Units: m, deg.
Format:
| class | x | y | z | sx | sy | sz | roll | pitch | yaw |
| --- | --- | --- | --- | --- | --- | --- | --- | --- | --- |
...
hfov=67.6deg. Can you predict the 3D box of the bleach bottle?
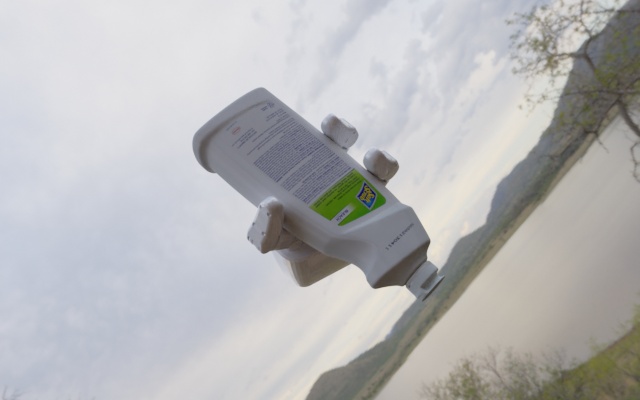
| class | x | y | z | sx | sy | sz | roll | pitch | yaw |
| --- | --- | --- | --- | --- | --- | --- | --- | --- | --- |
| bleach bottle | 0.000 | 0.001 | 0.437 | 0.250 | 0.102 | 0.068 | 41 | -19 | 20 |
